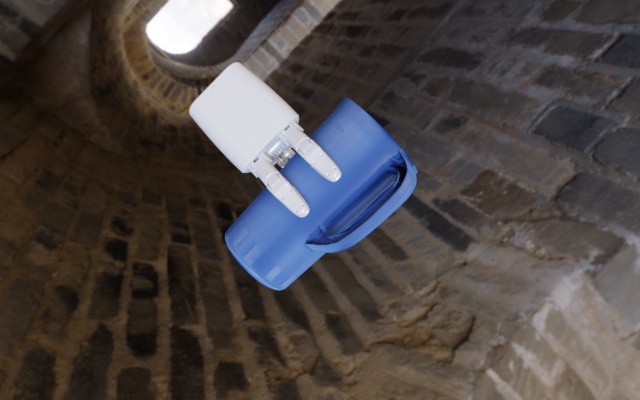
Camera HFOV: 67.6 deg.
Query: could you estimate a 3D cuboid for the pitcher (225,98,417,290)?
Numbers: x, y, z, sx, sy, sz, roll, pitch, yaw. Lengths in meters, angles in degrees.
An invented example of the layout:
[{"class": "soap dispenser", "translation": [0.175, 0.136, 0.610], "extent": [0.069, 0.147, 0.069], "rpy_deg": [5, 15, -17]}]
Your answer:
[{"class": "pitcher", "translation": [0.000, 0.002, 0.607], "extent": [0.145, 0.243, 0.149], "rpy_deg": [45, 3, 5]}]
